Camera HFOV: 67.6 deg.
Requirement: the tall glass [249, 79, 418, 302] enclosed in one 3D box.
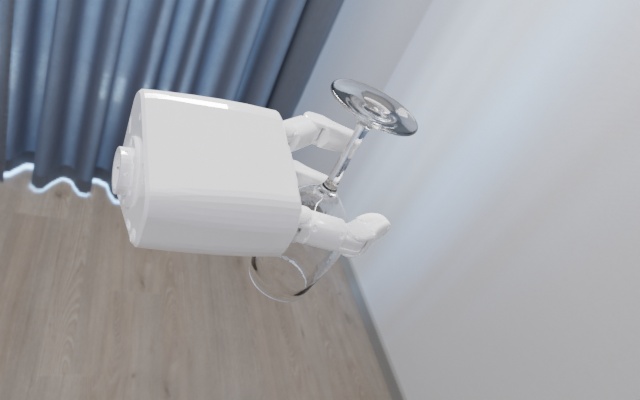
[{"bbox_3d":[0.000,0.001,0.414,0.079,0.201,0.079,20,33,-14],"label":"tall glass"}]
